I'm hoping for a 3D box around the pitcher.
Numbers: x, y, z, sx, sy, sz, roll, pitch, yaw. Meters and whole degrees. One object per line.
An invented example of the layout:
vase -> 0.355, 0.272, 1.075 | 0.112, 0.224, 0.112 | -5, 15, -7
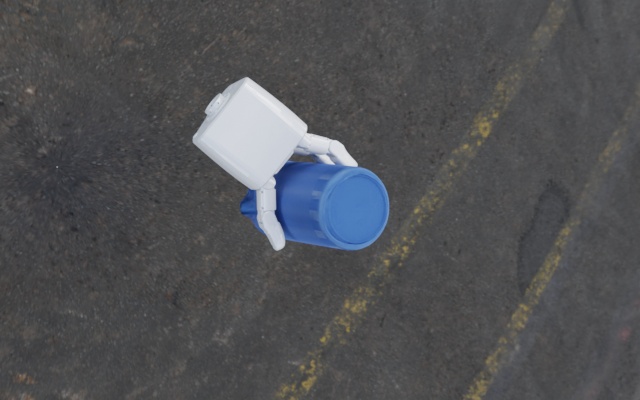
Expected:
pitcher -> 0.000, 0.002, 0.712 | 0.145, 0.149, 0.243 | 42, -16, -24
